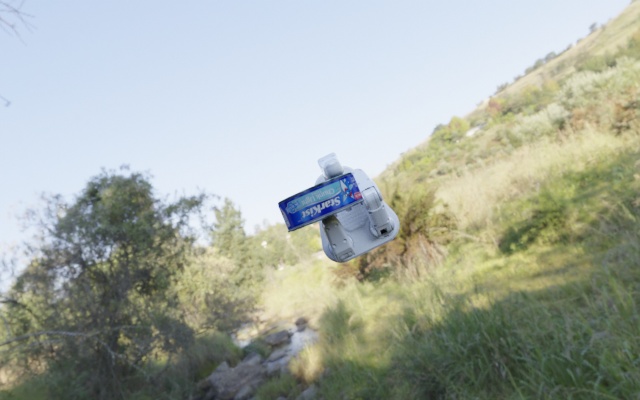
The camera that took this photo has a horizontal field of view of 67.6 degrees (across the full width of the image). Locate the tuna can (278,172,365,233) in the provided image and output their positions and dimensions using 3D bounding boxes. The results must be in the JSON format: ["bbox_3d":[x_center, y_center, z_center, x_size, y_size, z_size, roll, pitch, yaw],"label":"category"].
[{"bbox_3d":[0.000,0.001,0.495,0.086,0.034,0.086,-23,-1,0],"label":"tuna can"}]
